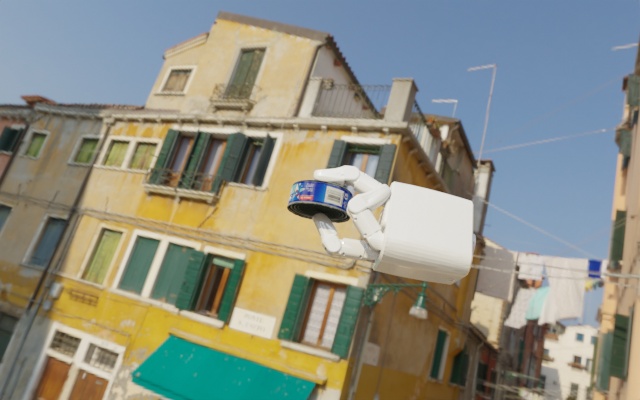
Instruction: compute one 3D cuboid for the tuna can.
[{"bbox_3d":[0.000,0.002,0.643,0.086,0.033,0.086,10,-16,3],"label":"tuna can"}]
